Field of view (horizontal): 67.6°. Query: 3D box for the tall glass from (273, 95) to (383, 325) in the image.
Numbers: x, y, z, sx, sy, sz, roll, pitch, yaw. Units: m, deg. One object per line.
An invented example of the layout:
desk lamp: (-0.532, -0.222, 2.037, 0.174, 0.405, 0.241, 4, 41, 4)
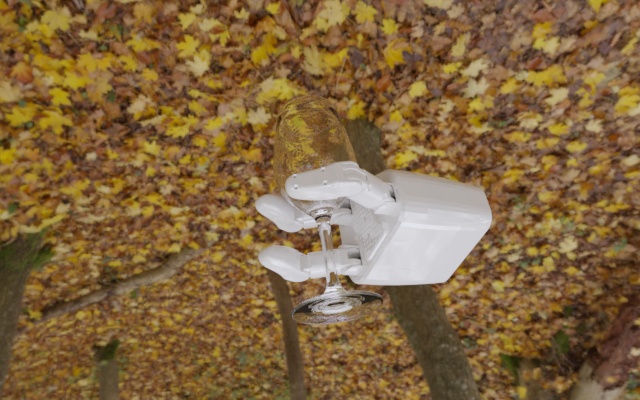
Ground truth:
tall glass: (0.000, 0.002, 0.427, 0.079, 0.201, 0.079, -7, -30, -4)
